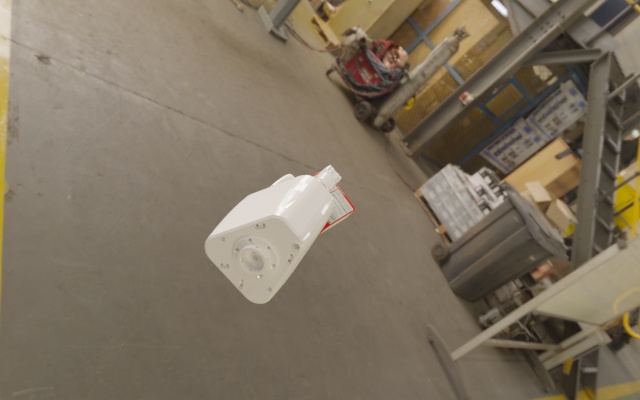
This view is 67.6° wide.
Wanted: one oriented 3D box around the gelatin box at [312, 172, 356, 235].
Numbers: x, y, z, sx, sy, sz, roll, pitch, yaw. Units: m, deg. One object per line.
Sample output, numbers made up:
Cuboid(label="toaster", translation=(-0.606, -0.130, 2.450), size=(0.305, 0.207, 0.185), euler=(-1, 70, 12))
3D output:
Cuboid(label="gelatin box", translation=(0.001, 0.002, 0.652), size=(0.030, 0.073, 0.089), euler=(-42, -7, 31))
